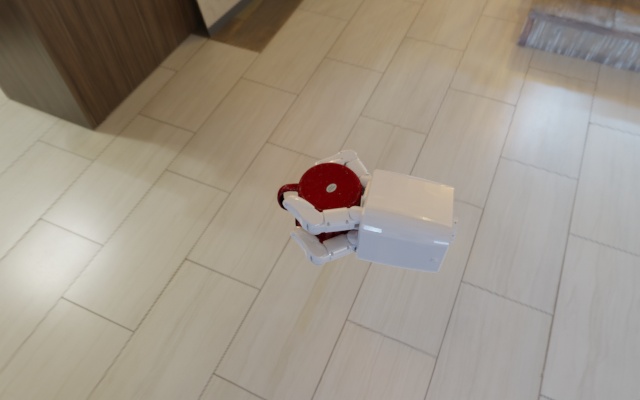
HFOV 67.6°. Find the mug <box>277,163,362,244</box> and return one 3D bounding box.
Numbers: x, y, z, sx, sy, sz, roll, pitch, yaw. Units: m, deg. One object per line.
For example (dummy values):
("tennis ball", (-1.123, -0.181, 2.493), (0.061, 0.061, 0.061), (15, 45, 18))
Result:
("mug", (-0.001, 0.002, 0.630), (0.117, 0.093, 0.082), (12, -34, 8))
